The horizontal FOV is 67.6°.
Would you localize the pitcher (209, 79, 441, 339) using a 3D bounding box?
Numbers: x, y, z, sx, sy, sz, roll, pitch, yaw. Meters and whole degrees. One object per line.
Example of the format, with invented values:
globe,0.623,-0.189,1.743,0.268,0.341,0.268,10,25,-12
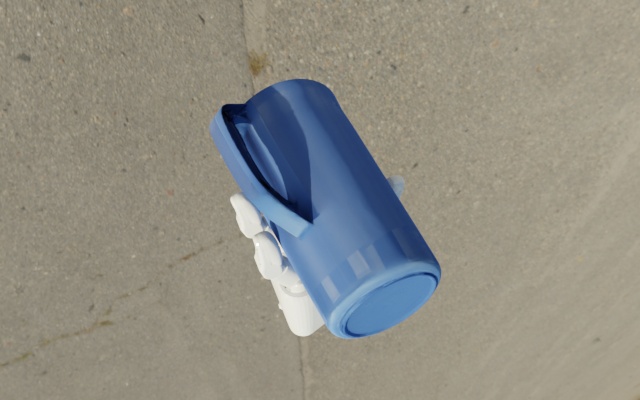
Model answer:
pitcher,0.000,0.002,0.456,0.149,0.242,0.145,-21,-36,-14
